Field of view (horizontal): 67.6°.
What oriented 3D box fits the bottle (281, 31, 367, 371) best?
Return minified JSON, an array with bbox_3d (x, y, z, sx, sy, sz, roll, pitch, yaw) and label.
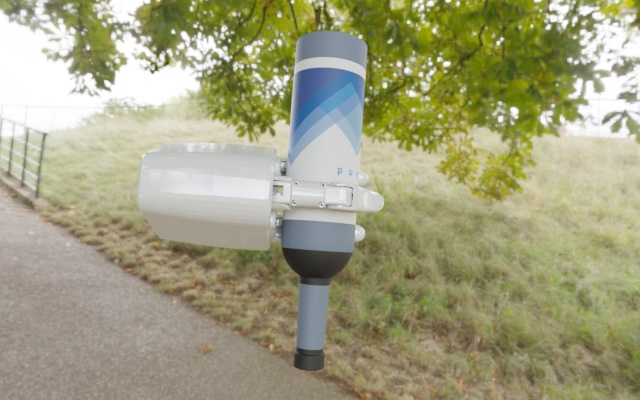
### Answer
[{"bbox_3d":[0.000,0.001,0.435,0.069,0.295,0.069,4,-5,0],"label":"bottle"}]
